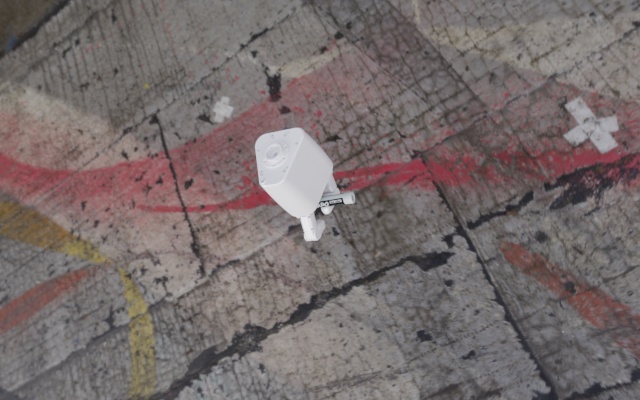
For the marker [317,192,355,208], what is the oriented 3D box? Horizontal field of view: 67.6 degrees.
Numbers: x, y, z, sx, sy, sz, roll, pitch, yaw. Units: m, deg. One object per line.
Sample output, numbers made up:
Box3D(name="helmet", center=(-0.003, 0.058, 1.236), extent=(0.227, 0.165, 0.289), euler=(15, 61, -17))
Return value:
Box3D(name="marker", center=(0.000, 0.003, 0.819), extent=(0.121, 0.020, 0.020), euler=(-8, -3, 25))
